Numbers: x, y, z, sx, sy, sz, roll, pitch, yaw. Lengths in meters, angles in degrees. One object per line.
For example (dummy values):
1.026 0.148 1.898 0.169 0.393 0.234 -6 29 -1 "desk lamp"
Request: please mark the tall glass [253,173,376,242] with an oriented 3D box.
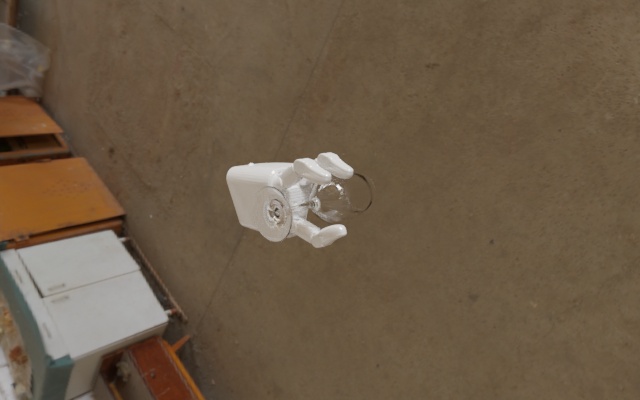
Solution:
0.000 0.002 0.699 0.079 0.079 0.201 0 9 41 "tall glass"
